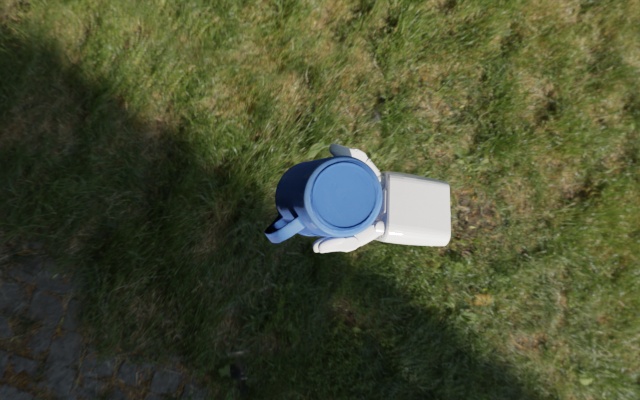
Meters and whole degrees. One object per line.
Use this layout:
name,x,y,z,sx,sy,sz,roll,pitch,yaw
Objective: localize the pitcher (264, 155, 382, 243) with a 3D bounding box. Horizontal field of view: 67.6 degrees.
pitcher,0.000,0.002,0.735,0.145,0.149,0.243,8,-2,-11
